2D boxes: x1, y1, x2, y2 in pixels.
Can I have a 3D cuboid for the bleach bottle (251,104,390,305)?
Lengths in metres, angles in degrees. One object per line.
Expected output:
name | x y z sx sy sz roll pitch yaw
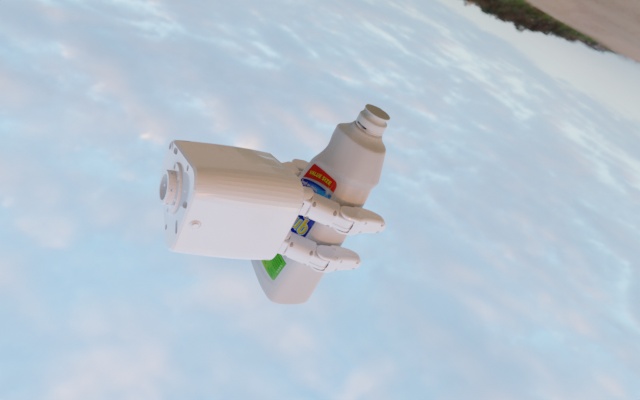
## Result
bleach bottle | 0.000 0.002 0.538 0.068 0.251 0.102 7 37 -33
